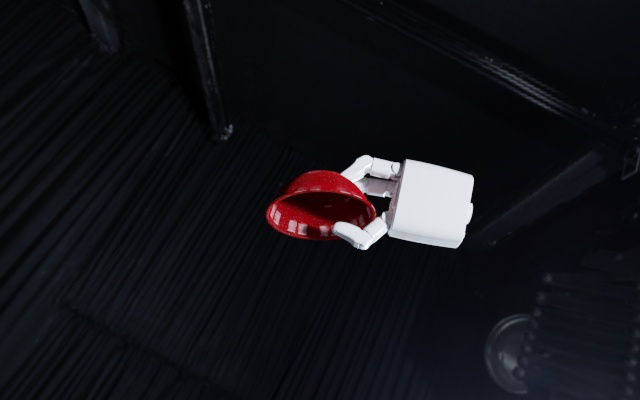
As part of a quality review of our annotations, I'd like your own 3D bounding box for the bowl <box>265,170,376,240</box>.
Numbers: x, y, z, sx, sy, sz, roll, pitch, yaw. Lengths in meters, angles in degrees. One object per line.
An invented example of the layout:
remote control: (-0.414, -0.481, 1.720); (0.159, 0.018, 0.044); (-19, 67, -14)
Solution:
bowl: (-0.001, 0.002, 0.708); (0.162, 0.055, 0.162); (0, -28, 0)
